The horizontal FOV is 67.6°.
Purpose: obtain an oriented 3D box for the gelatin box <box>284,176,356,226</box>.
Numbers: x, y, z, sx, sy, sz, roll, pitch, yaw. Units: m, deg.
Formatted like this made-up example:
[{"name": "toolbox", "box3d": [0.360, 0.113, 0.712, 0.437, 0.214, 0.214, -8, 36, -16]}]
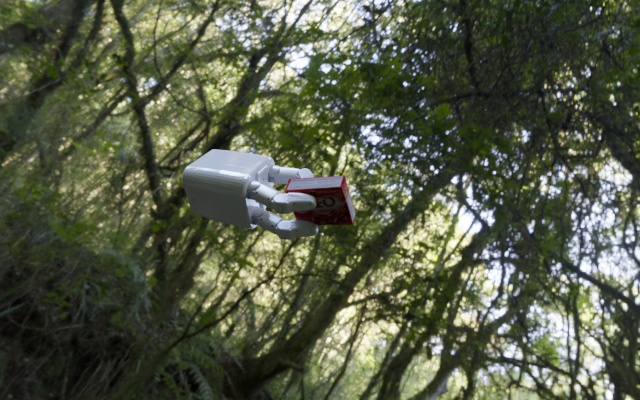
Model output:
[{"name": "gelatin box", "box3d": [0.001, 0.002, 0.697, 0.089, 0.073, 0.030, -3, 41, 19]}]
